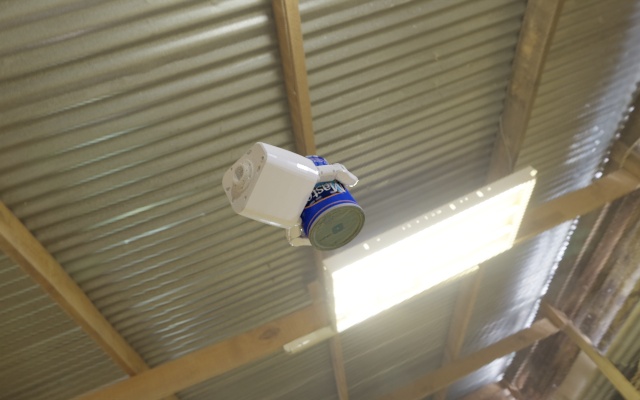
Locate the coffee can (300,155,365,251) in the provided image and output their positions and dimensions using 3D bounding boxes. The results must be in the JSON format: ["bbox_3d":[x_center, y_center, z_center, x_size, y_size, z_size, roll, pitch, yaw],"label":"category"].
[{"bbox_3d":[0.000,0.003,0.831,0.103,0.103,0.140,0,40,-33],"label":"coffee can"}]
